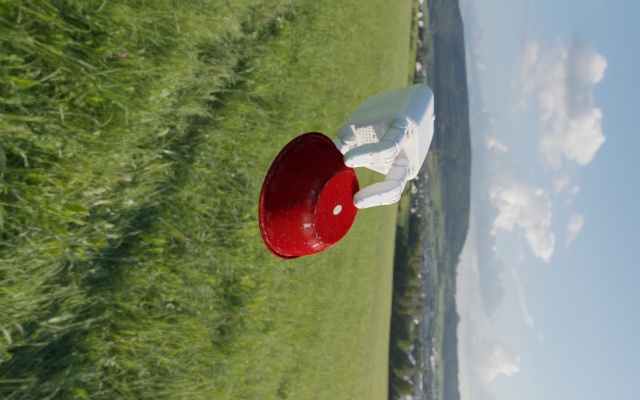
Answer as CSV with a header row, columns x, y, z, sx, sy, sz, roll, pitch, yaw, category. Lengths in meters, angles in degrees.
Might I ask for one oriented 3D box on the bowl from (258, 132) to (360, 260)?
x,y,z,sx,sy,sz,roll,pitch,yaw,category
0.000,0.003,0.574,0.055,0.162,0.162,18,10,34,bowl
